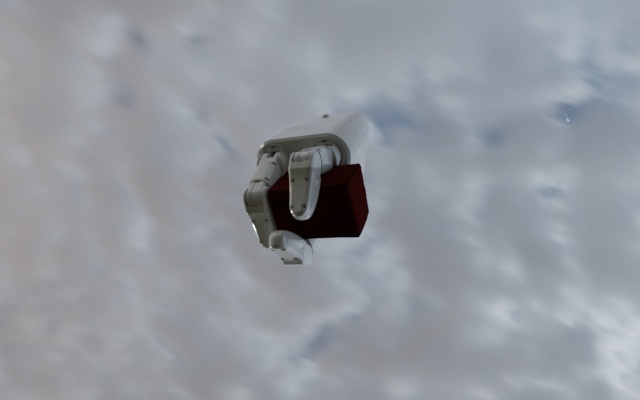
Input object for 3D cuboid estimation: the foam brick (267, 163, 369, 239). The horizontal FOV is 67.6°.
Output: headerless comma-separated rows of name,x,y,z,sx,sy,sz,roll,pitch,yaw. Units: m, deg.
foam brick,0.000,0.002,0.438,0.078,0.053,0.051,-4,23,21
